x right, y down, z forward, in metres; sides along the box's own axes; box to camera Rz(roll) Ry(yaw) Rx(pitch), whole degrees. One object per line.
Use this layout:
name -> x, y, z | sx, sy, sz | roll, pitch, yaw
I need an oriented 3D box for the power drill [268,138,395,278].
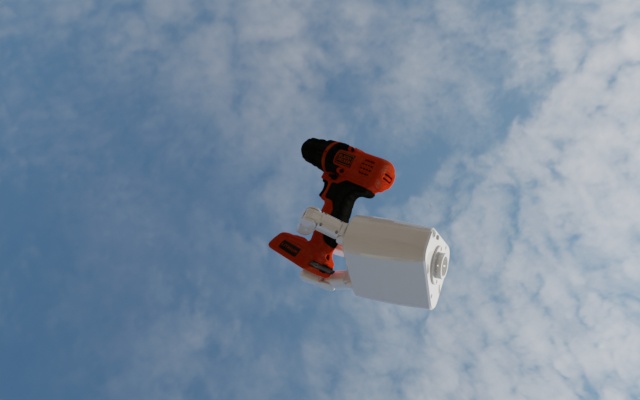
power drill -> 0.000, 0.003, 0.691 | 0.057, 0.187, 0.184 | 28, -2, -41
